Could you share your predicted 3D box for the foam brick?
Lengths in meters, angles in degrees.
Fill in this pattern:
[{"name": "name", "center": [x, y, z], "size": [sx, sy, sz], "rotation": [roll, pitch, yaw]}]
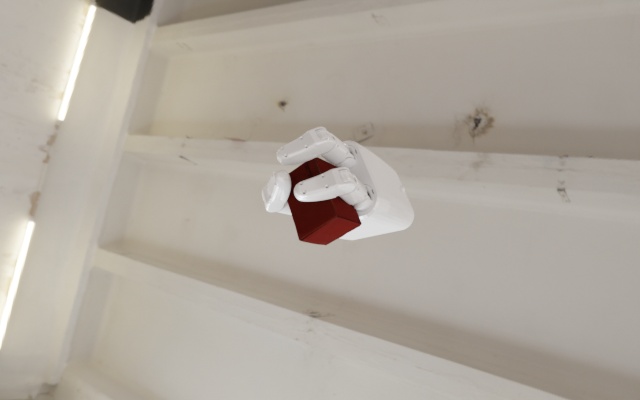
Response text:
[{"name": "foam brick", "center": [0.000, 0.002, 0.514], "size": [0.053, 0.078, 0.051], "rotation": [-32, -29, 24]}]
